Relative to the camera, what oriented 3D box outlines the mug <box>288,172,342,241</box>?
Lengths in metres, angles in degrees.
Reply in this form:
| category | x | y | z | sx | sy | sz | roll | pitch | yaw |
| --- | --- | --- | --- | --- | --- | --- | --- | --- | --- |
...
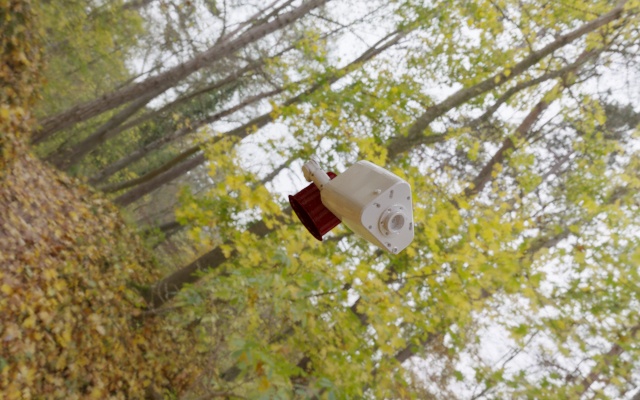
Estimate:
| category | x | y | z | sx | sy | sz | roll | pitch | yaw |
| --- | --- | --- | --- | --- | --- | --- | --- | --- | --- |
| mug | 0.000 | 0.002 | 0.797 | 0.081 | 0.093 | 0.117 | -36 | 31 | -13 |
